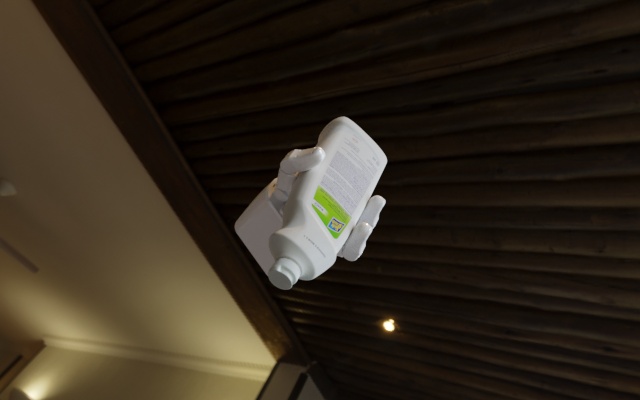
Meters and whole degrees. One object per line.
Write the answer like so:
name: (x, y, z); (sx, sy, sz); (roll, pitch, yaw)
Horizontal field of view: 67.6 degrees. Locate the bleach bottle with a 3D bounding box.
bleach bottle: (0.000, 0.002, 0.584); (0.068, 0.102, 0.250); (-39, 13, 45)
